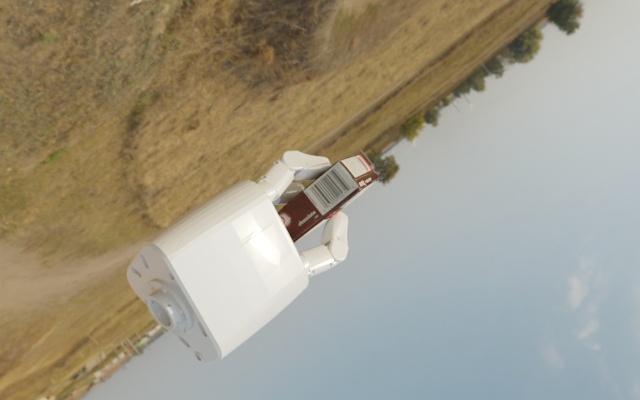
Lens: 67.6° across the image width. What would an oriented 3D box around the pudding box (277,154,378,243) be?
[{"bbox_3d":[0.000,0.002,0.497,0.113,0.039,0.090,-37,-2,20],"label":"pudding box"}]
